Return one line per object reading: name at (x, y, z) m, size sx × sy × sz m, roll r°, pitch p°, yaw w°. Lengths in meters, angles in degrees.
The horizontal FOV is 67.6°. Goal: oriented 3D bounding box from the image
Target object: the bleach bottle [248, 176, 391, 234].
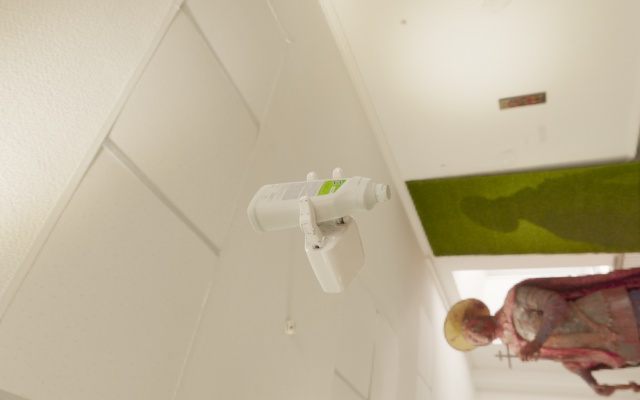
bleach bottle at (0.000, 0.003, 0.864) m, size 0.251 × 0.068 × 0.102 m, roll -6°, pitch 33°, yaw 23°
